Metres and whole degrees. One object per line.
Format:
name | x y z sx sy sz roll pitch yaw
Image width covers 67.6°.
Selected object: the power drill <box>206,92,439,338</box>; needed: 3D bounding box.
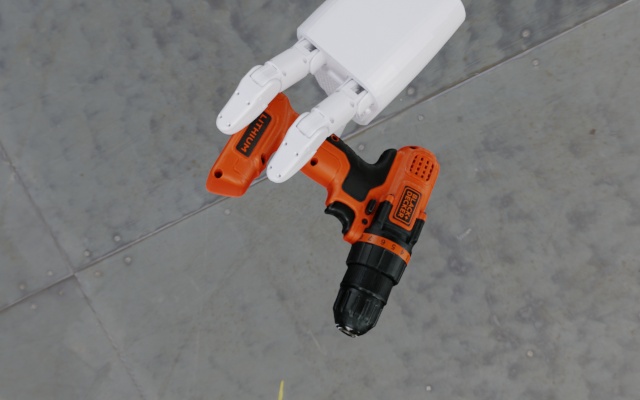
power drill | 0.000 0.001 0.419 0.187 0.184 0.057 29 -22 -9
